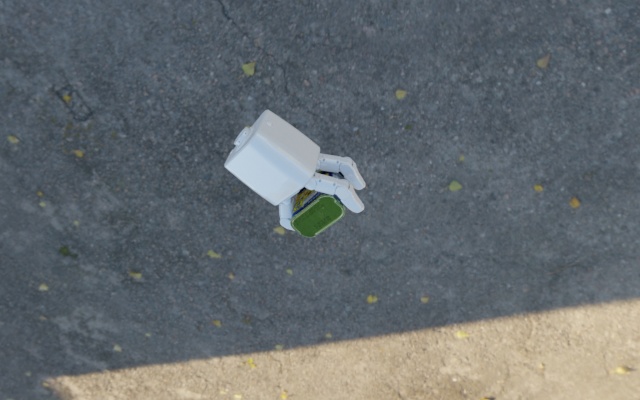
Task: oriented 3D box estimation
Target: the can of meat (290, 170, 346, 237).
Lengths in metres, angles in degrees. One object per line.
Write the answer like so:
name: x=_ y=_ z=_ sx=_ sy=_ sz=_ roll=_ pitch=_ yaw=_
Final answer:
can of meat: x=0.000 y=0.003 z=0.783 sx=0.057 sy=0.084 sz=0.102 roll=40 pitch=-56 yaw=-20
